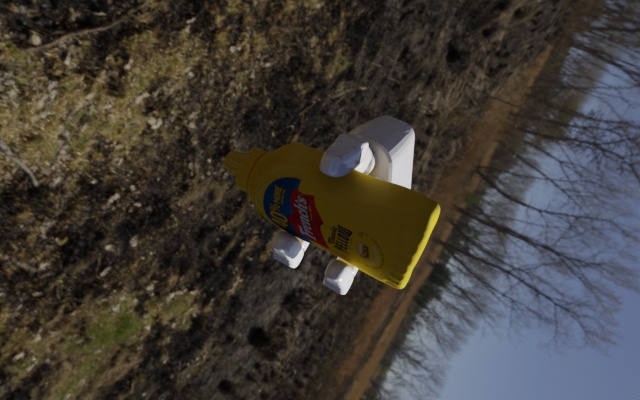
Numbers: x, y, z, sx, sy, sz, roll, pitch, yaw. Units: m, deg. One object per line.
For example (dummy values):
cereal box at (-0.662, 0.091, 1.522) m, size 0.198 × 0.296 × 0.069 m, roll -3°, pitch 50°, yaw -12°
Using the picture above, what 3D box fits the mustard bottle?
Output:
mustard bottle at (0.000, 0.002, 0.415) m, size 0.191 × 0.058 × 0.096 m, roll 26°, pitch -35°, yaw 14°
